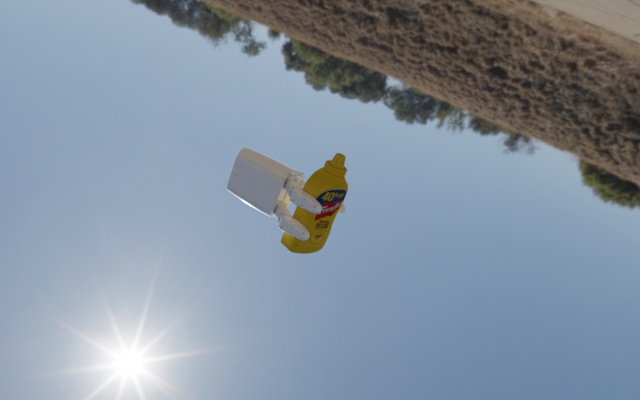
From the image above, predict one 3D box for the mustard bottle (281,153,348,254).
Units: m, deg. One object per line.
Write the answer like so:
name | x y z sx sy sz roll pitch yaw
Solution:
mustard bottle | 0.000 0.003 0.857 0.096 0.192 0.058 -1 32 -46
